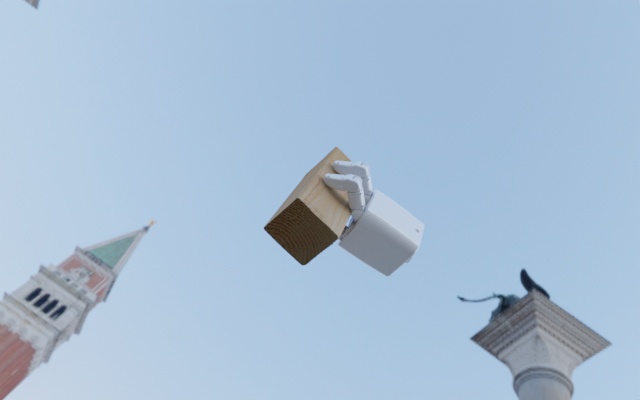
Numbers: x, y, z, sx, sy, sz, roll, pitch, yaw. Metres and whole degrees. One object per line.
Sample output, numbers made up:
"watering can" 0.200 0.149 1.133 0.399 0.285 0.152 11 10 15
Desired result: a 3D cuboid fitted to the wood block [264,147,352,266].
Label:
"wood block" 0.000 0.003 0.805 0.091 0.090 0.206 -41 8 32
